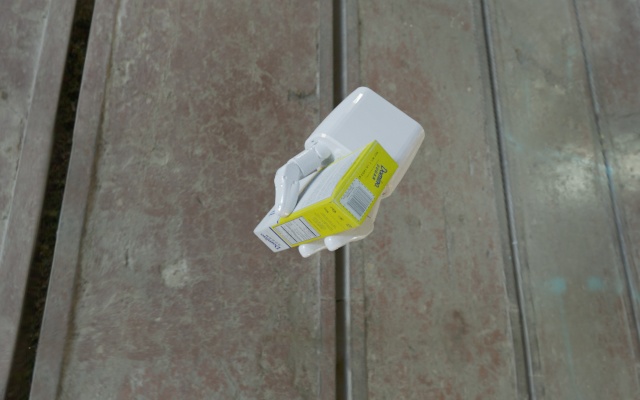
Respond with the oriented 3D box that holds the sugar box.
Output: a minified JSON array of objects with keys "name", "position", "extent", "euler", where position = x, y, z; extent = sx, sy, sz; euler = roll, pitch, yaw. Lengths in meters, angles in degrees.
[{"name":"sugar box","position":[0.001,0.002,0.540],"extent":[0.093,0.048,0.176],"euler":[-53,14,-31]}]
